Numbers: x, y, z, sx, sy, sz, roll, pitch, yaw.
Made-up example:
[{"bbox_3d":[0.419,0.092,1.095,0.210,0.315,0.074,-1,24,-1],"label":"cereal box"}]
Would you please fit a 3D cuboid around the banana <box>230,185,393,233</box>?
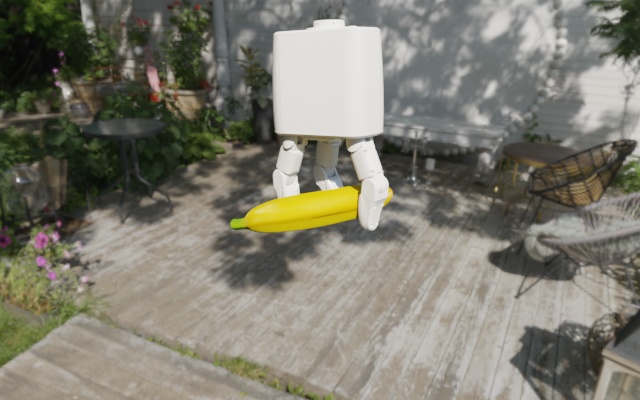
[{"bbox_3d":[0.003,0.005,0.525,0.198,0.037,0.069,-9,12,-19],"label":"banana"}]
